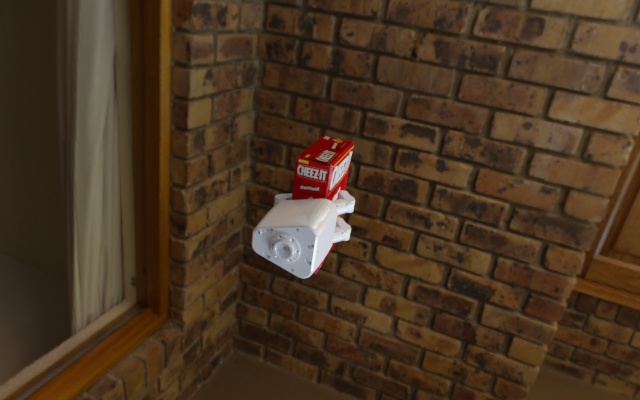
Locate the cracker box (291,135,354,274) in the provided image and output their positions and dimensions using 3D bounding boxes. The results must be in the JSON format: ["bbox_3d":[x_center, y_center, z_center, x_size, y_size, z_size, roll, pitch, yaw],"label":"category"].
[{"bbox_3d":[0.000,0.003,0.898,0.072,0.214,0.164,14,24,12],"label":"cracker box"}]
